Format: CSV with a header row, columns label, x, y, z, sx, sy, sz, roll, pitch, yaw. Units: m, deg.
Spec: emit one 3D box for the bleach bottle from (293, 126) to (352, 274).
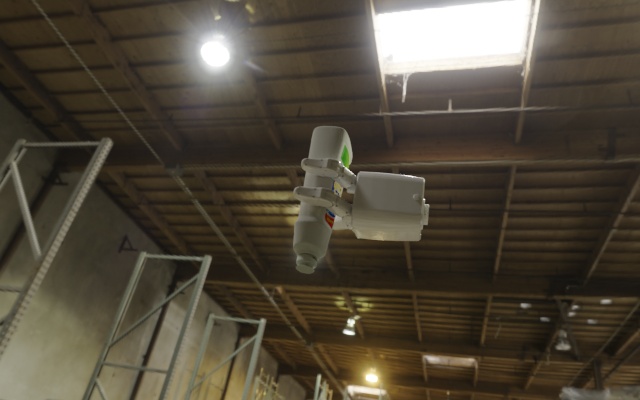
label,x,y,z,sx,sy,sz,roll,pitch,yaw
bleach bottle,0.000,0.002,0.778,0.068,0.250,0.103,4,-32,13
